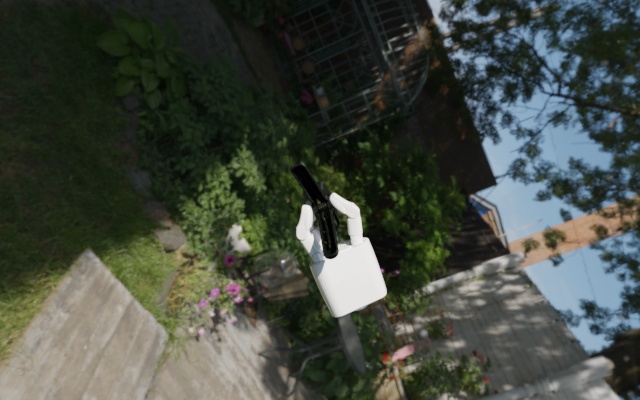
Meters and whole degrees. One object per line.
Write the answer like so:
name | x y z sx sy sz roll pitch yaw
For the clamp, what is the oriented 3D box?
clamp | 0.001 0.003 0.845 0.036 0.164 0.210 -20 6 9
